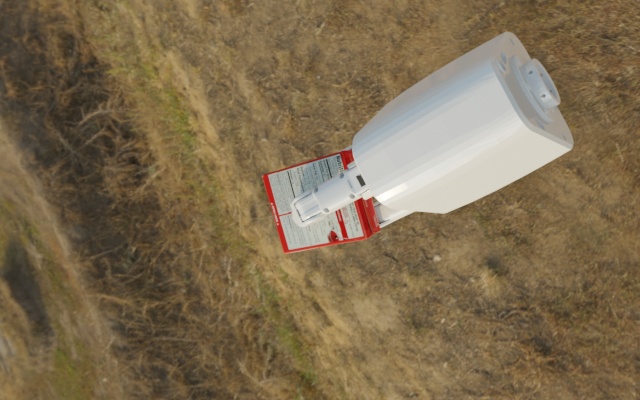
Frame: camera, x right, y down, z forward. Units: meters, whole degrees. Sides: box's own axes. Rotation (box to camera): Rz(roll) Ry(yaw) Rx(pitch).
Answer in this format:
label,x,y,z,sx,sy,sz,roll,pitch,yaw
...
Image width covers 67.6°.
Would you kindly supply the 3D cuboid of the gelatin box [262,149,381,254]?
label,x,y,z,sx,sy,sz,roll,pitch,yaw
gelatin box,0.000,0.001,0.407,0.089,0.073,0.030,-14,4,33
